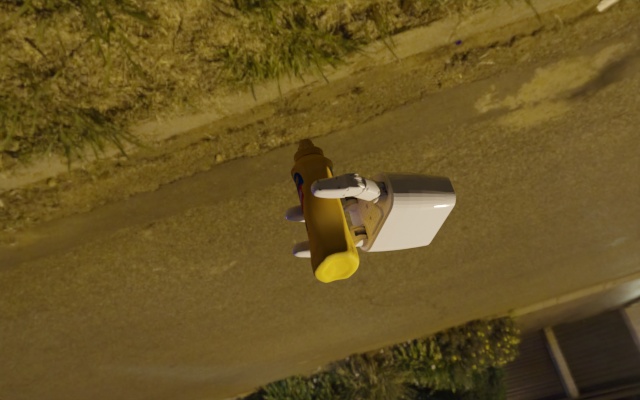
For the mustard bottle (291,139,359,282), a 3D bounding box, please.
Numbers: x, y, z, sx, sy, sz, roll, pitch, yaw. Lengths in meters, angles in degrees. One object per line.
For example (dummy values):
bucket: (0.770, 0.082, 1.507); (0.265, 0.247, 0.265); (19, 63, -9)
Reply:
mustard bottle: (0.000, 0.002, 0.619); (0.058, 0.191, 0.096); (-12, -26, -3)
